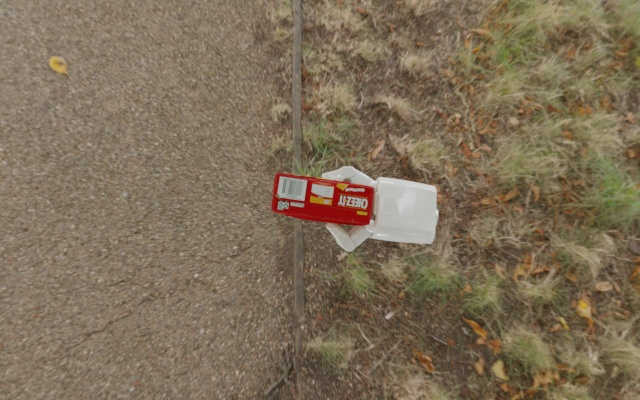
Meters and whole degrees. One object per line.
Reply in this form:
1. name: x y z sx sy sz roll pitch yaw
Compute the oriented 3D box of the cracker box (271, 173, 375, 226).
1. cracker box: 0.000 0.003 0.868 0.164 0.072 0.214 8 -3 -2
